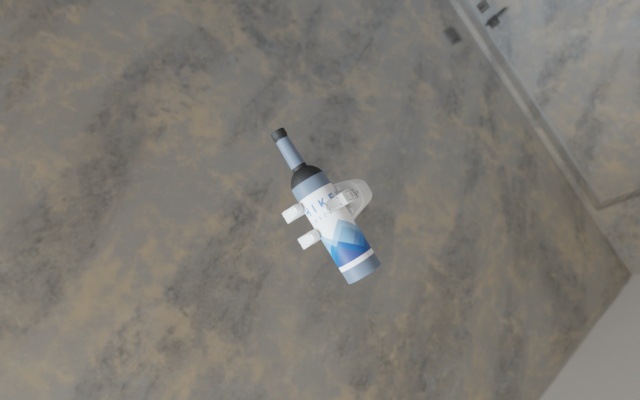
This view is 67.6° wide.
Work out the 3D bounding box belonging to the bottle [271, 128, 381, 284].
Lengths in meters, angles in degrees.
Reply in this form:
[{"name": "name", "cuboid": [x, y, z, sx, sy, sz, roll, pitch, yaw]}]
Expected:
[{"name": "bottle", "cuboid": [0.000, 0.003, 0.838, 0.069, 0.295, 0.069, -32, -4, -2]}]
